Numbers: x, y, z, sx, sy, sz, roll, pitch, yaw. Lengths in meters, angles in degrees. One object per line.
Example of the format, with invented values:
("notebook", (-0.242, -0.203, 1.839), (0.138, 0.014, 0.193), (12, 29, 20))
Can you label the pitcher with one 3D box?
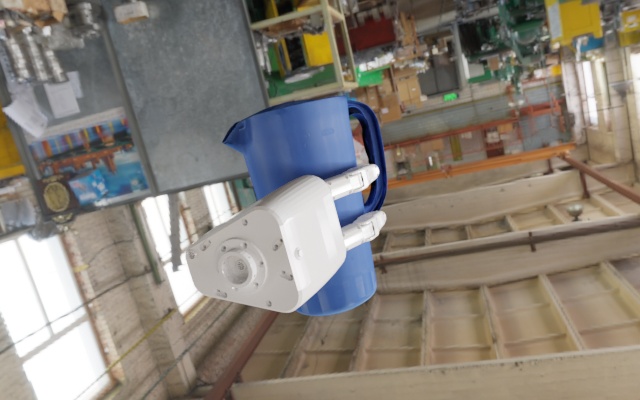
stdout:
("pitcher", (0.000, 0.002, 0.567), (0.149, 0.243, 0.145), (-10, 11, 22))
